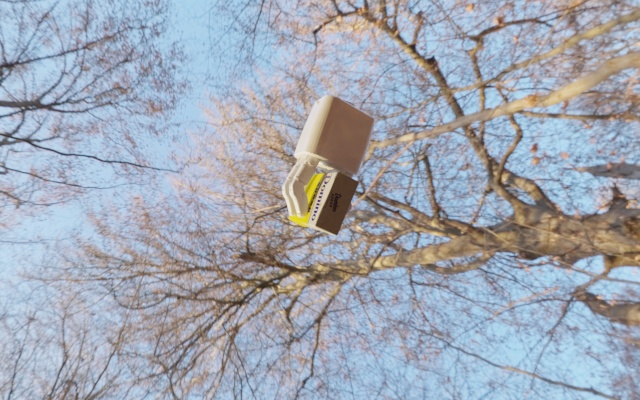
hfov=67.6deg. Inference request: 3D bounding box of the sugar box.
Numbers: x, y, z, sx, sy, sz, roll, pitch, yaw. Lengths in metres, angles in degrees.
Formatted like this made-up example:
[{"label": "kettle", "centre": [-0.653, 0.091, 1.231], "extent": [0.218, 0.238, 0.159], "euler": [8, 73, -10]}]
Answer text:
[{"label": "sugar box", "centre": [0.000, 0.002, 0.802], "extent": [0.048, 0.093, 0.176], "euler": [24, -6, -14]}]
